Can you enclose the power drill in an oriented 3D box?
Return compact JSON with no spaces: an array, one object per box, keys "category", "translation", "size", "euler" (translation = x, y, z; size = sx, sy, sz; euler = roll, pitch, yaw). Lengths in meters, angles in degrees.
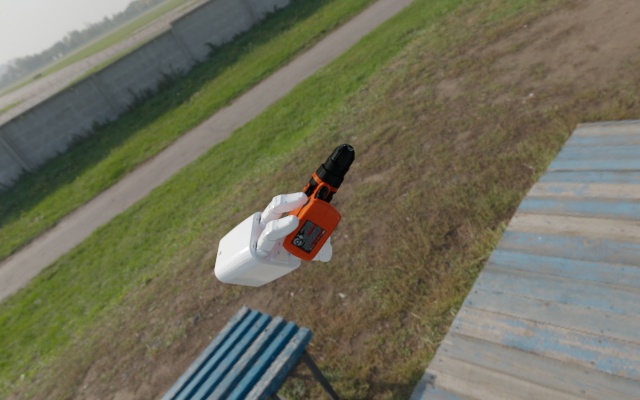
[{"category":"power drill","translation":[0.000,0.003,0.802],"size":[0.057,0.184,0.187],"euler":[30,21,-7]}]
